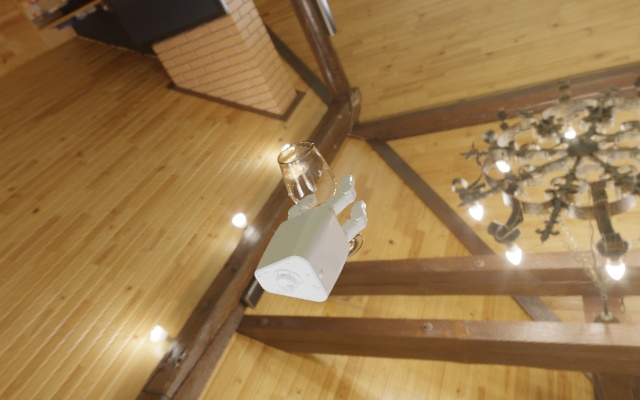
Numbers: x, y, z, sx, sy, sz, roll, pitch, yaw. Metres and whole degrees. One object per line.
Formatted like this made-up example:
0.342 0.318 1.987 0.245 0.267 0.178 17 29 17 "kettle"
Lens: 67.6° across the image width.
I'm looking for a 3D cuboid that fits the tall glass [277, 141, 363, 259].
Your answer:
0.000 0.003 0.780 0.079 0.201 0.079 -20 30 12 "tall glass"
